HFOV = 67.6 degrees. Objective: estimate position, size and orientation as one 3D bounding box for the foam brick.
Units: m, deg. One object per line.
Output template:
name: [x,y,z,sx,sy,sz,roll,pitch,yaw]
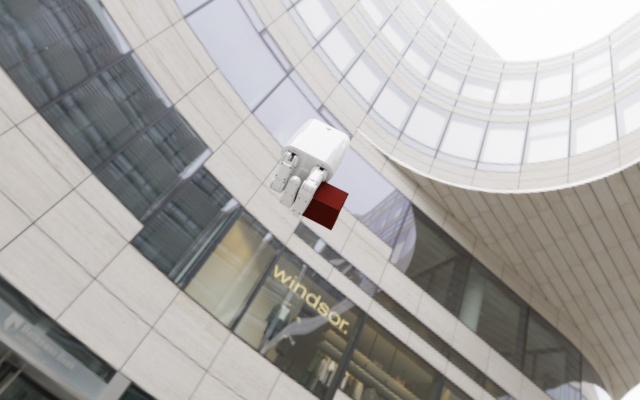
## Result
foam brick: [0.000,0.003,0.812,0.078,0.053,0.051,27,43,4]
